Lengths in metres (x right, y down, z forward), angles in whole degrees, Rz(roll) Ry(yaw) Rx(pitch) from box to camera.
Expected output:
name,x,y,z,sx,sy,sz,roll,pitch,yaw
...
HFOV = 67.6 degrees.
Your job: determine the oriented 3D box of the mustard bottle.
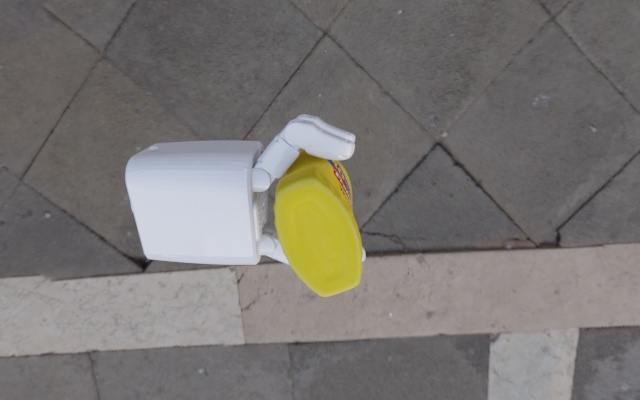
name,x,y,z,sx,sy,sz,roll,pitch,yaw
mustard bottle,0.000,0.001,0.434,0.058,0.096,0.191,-22,16,7
